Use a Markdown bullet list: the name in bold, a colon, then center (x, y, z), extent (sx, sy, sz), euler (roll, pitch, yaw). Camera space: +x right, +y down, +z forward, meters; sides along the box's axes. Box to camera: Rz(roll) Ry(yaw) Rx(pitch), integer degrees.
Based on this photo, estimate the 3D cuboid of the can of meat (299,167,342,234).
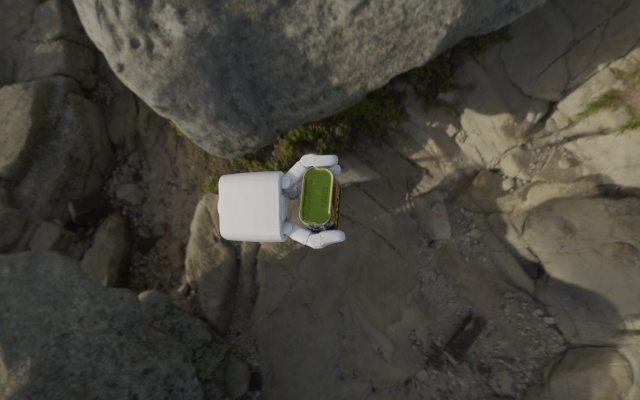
- **can of meat**: center (0.000, 0.003, 0.794), extent (0.057, 0.102, 0.084), euler (2, -15, 10)
